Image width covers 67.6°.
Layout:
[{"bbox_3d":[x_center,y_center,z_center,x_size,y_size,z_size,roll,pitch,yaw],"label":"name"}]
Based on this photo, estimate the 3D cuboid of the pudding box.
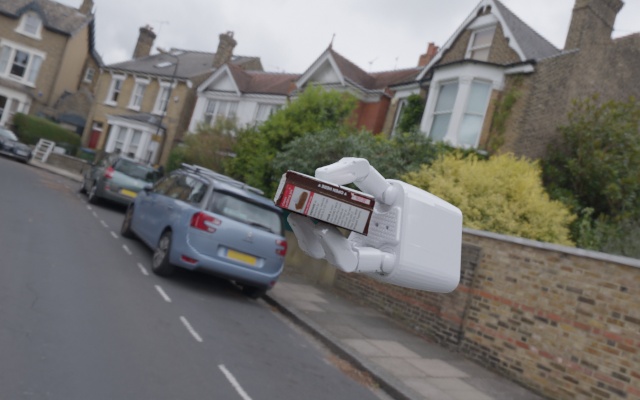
[{"bbox_3d":[0.000,0.001,0.481,0.090,0.039,0.113,17,-3,-6],"label":"pudding box"}]
